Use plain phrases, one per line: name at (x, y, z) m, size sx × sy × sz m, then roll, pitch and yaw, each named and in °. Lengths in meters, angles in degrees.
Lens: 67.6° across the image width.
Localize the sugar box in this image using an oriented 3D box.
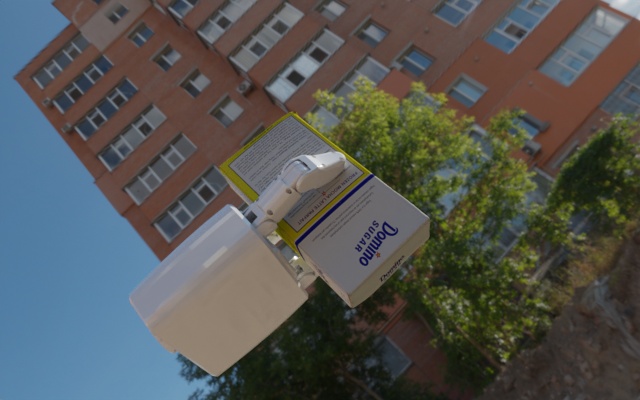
sugar box at (0.000, 0.002, 0.424) m, size 0.176 × 0.093 × 0.048 m, roll 43°, pitch -14°, yaw 26°
